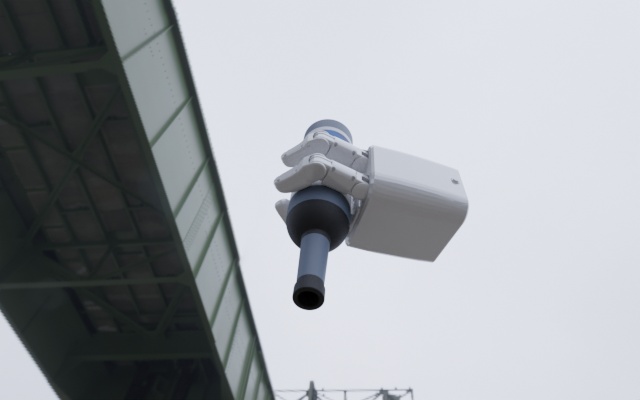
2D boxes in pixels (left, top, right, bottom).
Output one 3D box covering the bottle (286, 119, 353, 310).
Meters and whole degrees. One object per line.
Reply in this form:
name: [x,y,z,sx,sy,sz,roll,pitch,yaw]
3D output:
bottle: [0.000,0.002,0.520,0.069,0.069,0.295,0,33,5]
